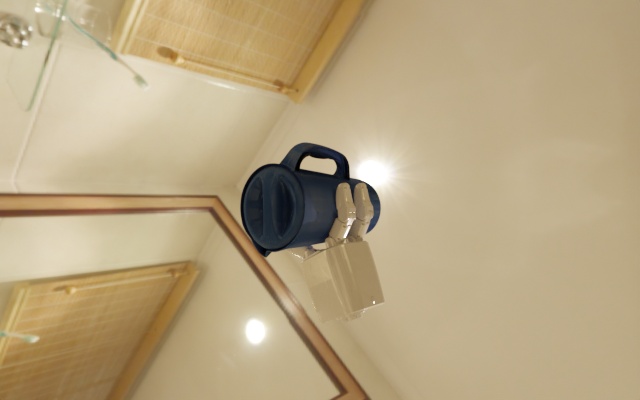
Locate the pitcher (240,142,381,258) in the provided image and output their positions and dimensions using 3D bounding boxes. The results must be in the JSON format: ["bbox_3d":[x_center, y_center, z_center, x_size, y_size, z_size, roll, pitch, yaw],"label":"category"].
[{"bbox_3d":[0.000,0.003,0.796,0.149,0.145,0.243,-27,-17,35],"label":"pitcher"}]
